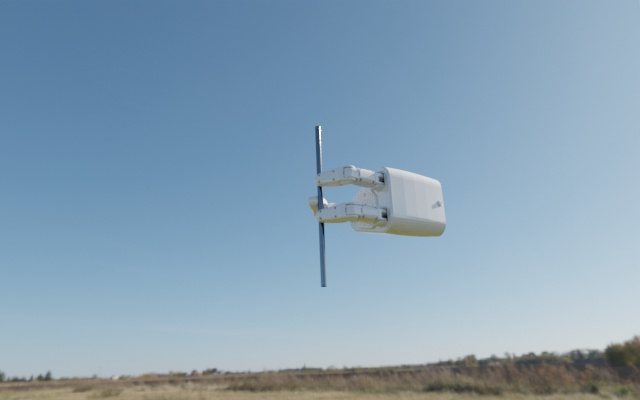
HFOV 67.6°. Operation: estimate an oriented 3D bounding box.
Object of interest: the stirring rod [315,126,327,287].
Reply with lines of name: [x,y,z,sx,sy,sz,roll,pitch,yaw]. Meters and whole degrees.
stirring rod: [0.000,0.002,0.680,0.011,0.239,0.011,-2,-20,-1]
